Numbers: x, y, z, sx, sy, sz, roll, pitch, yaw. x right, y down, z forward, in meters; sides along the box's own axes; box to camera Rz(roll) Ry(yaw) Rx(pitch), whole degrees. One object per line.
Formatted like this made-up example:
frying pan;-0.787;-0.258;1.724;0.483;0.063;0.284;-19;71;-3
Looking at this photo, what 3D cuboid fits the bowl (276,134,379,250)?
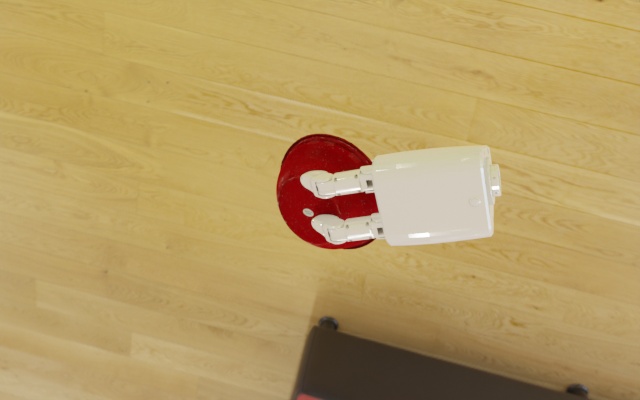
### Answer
bowl;-0.001;0.002;0.593;0.162;0.162;0.055;0;25;36
